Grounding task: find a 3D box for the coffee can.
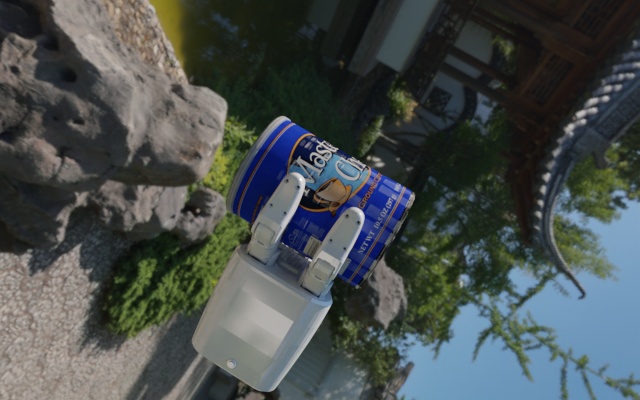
[{"bbox_3d":[0.000,0.001,0.440,0.140,0.103,0.103,31,2,4],"label":"coffee can"}]
